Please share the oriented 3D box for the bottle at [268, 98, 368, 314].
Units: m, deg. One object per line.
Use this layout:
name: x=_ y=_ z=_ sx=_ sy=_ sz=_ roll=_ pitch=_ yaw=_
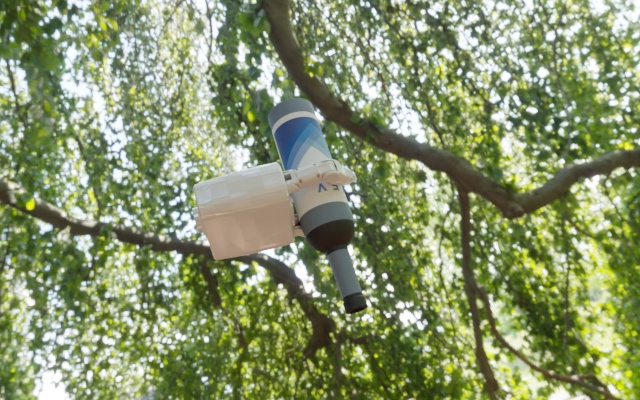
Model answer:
bottle: x=0.000 y=0.002 z=0.619 sx=0.069 sy=0.295 sz=0.069 roll=-15 pitch=-25 yaw=-7
